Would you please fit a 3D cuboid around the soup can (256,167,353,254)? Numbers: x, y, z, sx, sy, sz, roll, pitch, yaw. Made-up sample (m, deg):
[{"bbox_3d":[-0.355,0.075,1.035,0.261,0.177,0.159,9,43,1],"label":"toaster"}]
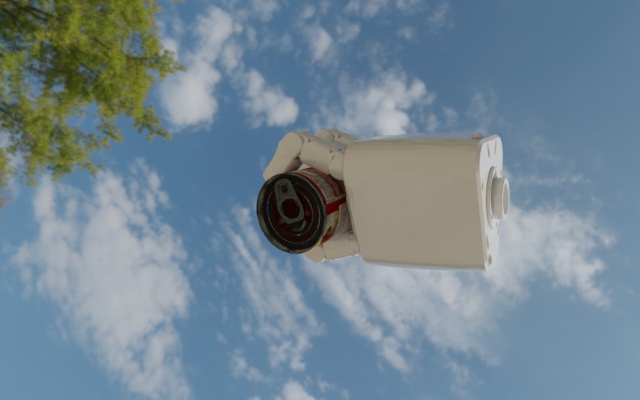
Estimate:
[{"bbox_3d":[0.000,0.001,0.431,0.068,0.068,0.102,0,11,31],"label":"soup can"}]
